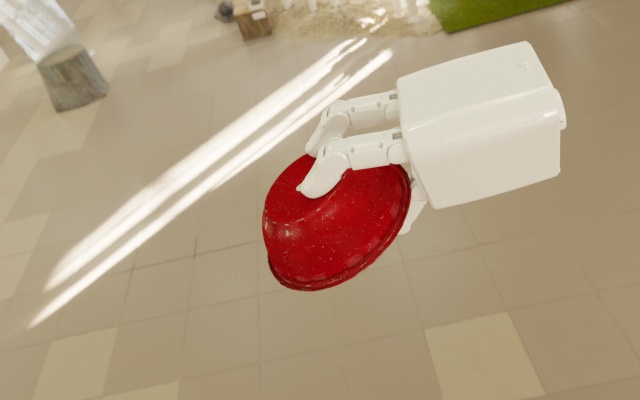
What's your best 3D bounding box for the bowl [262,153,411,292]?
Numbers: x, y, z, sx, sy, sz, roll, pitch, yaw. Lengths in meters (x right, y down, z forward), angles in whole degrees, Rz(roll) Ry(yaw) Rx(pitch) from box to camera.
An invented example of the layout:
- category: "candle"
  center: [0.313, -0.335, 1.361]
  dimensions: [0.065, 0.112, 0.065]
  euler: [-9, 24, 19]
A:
- category: "bowl"
  center: [-0.001, 0.002, 0.446]
  dimensions: [0.162, 0.162, 0.055]
  euler: [0, -38, 45]
